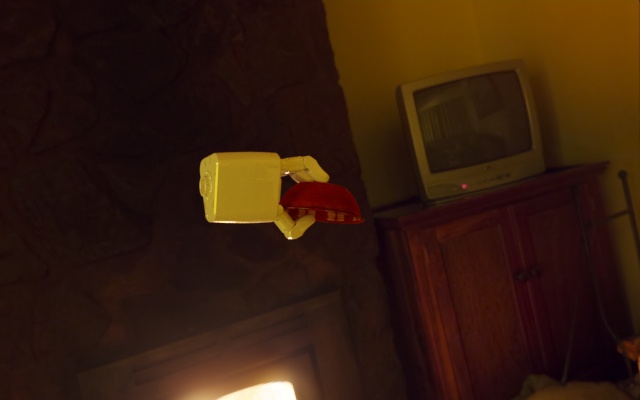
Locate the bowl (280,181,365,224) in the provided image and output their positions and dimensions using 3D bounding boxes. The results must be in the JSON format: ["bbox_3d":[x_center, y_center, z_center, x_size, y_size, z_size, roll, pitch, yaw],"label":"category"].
[{"bbox_3d":[0.001,0.003,0.846,0.162,0.055,0.162,7,-9,1],"label":"bowl"}]
